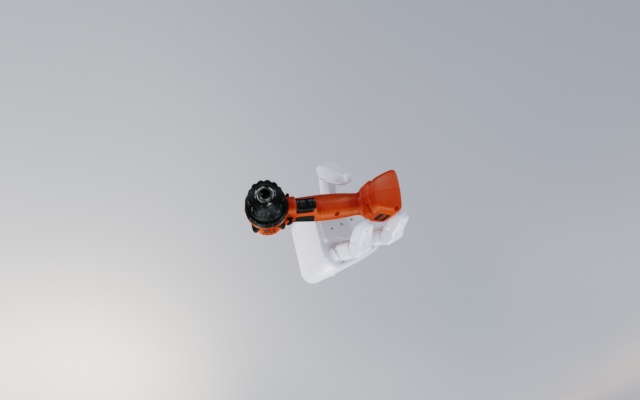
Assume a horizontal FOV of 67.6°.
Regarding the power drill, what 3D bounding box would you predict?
[{"bbox_3d":[0.001,0.002,0.594,0.187,0.057,0.184,-5,-8,-7],"label":"power drill"}]
